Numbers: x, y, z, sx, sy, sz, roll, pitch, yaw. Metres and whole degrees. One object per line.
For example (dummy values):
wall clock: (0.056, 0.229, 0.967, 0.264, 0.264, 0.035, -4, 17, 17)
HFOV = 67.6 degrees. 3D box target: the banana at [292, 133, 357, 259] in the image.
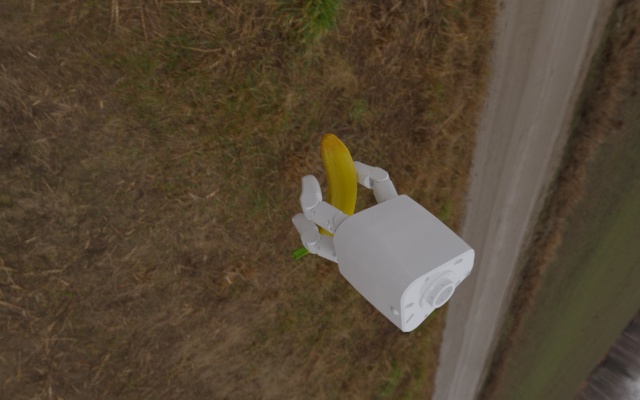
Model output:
banana: (0.015, 0.002, 0.616, 0.069, 0.198, 0.037, -10, 41, -32)
